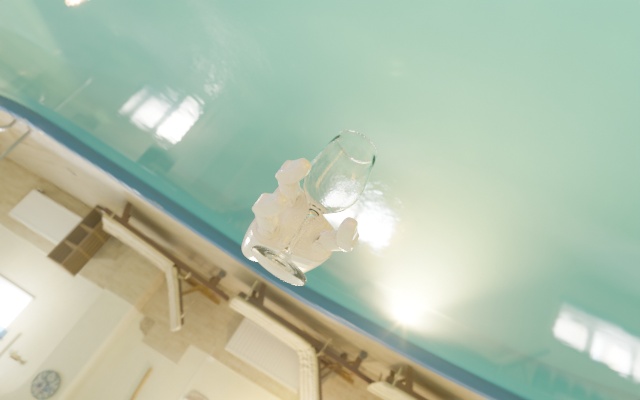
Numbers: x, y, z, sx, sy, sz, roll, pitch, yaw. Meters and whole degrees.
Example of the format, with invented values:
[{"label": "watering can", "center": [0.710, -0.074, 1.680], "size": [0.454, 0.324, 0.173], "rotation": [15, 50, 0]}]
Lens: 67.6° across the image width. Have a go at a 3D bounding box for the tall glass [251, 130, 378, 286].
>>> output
[{"label": "tall glass", "center": [0.000, 0.002, 0.593], "size": [0.079, 0.201, 0.079], "rotation": [26, -28, 15]}]
